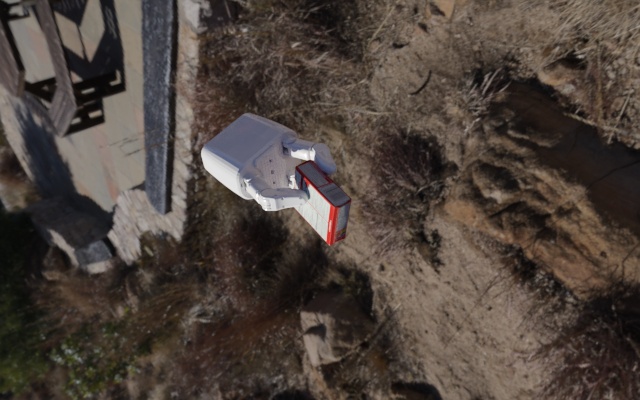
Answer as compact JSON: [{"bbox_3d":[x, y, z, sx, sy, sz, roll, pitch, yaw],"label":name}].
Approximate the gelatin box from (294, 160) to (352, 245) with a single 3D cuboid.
[{"bbox_3d":[0.000,0.002,0.616,0.030,0.073,0.089,-25,52,-27],"label":"gelatin box"}]
